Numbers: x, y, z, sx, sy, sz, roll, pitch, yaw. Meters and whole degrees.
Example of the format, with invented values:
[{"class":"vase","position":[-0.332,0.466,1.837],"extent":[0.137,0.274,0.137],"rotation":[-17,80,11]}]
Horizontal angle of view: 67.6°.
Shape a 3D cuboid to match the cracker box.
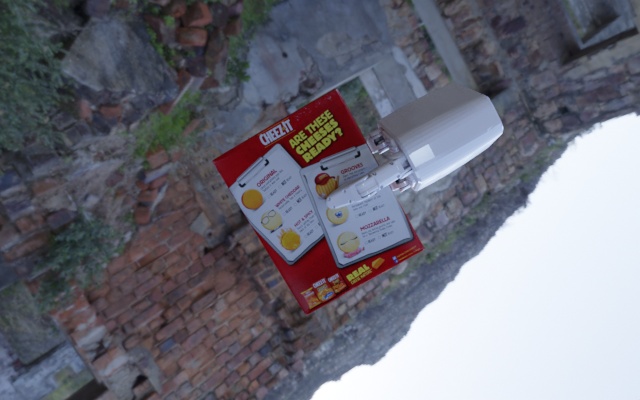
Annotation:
[{"class":"cracker box","position":[0.000,0.002,0.574],"extent":[0.164,0.214,0.072],"rotation":[-30,8,2]}]
